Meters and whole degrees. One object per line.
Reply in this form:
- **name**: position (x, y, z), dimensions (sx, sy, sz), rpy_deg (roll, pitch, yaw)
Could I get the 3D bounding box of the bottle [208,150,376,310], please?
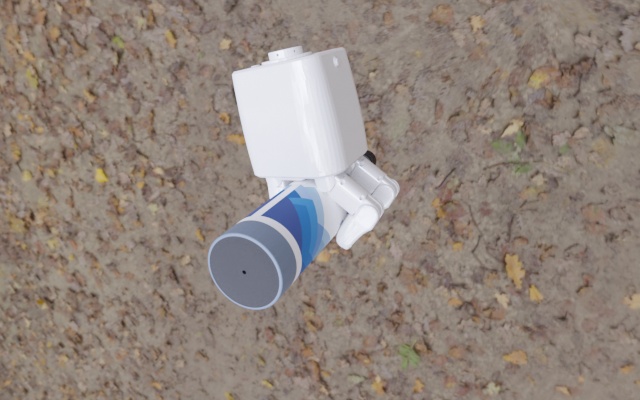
- **bottle**: position (0.000, 0.002, 0.487), dimensions (0.069, 0.069, 0.295), rpy_deg (0, 21, 25)
